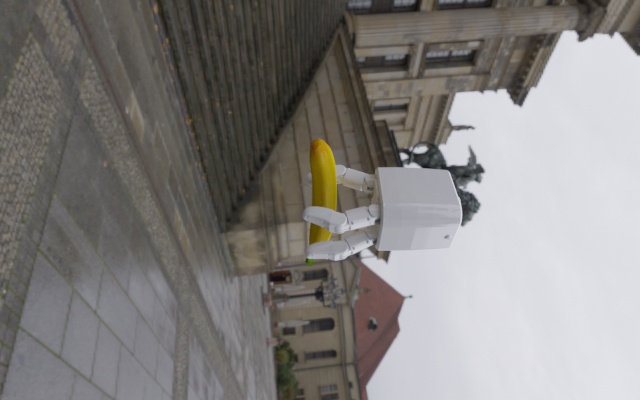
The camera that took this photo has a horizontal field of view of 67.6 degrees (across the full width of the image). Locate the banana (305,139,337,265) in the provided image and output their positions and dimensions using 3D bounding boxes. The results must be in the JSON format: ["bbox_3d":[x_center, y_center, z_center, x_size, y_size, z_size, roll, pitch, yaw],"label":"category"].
[{"bbox_3d":[0.003,-0.004,0.667,0.037,0.198,0.069,6,31,7],"label":"banana"}]
